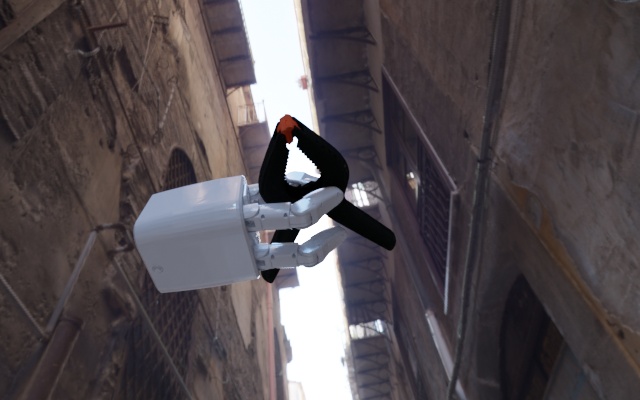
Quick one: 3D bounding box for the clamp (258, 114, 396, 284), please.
[{"bbox_3d":[0.000,0.001,0.516,0.164,0.210,0.036,-11,39,-4],"label":"clamp"}]
